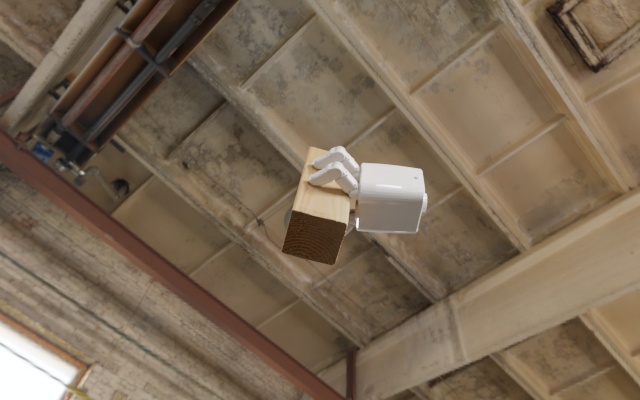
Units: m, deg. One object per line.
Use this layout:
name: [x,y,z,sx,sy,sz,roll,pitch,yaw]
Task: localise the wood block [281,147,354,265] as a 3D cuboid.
wood block: [0.000,0.003,0.822,0.090,0.091,0.206,14,34,-2]
